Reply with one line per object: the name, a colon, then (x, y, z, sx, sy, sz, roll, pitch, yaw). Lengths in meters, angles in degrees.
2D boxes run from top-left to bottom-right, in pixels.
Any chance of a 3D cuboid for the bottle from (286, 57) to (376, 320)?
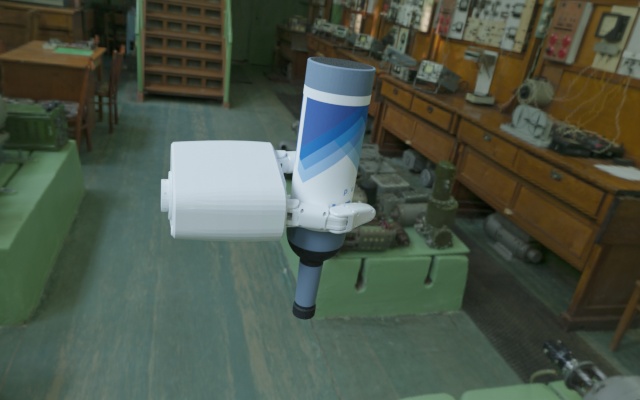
bottle: (0.000, 0.001, 0.518, 0.069, 0.296, 0.069, 7, 23, -3)
